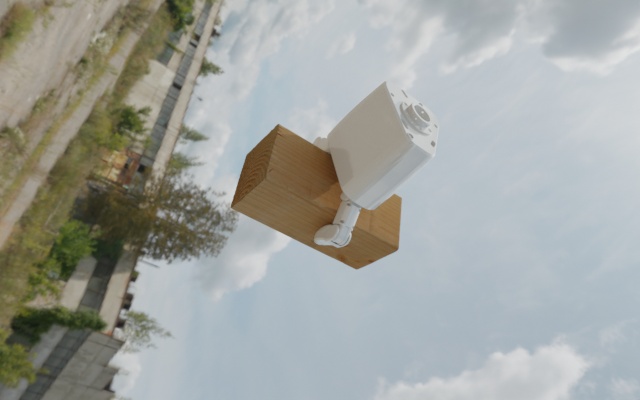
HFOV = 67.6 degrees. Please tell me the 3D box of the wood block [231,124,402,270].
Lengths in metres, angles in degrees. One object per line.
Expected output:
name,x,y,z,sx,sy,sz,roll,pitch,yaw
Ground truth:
wood block,0.000,0.002,0.630,0.206,0.090,0.090,29,-39,-24
